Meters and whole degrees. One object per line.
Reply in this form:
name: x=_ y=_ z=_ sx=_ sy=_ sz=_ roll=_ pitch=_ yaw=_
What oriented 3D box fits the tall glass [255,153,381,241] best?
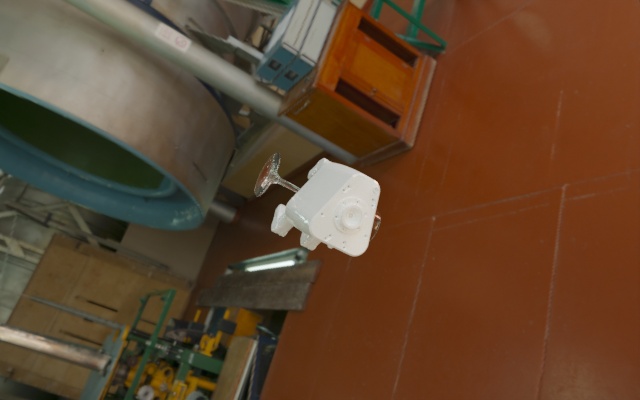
tall glass: x=0.000 y=0.002 z=0.764 sx=0.201 sy=0.079 sz=0.079 roll=27 pitch=-11 yaw=-23
